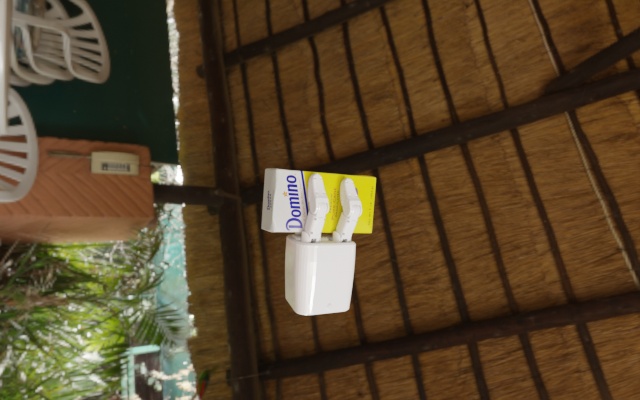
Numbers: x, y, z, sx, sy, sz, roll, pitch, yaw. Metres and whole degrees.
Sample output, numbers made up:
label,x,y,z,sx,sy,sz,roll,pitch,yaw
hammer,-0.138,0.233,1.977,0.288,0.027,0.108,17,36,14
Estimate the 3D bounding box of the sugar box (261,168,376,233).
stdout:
label,x,y,z,sx,sy,sz,roll,pitch,yaw
sugar box,0.000,0.003,0.731,0.176,0.093,0.048,2,3,-32
